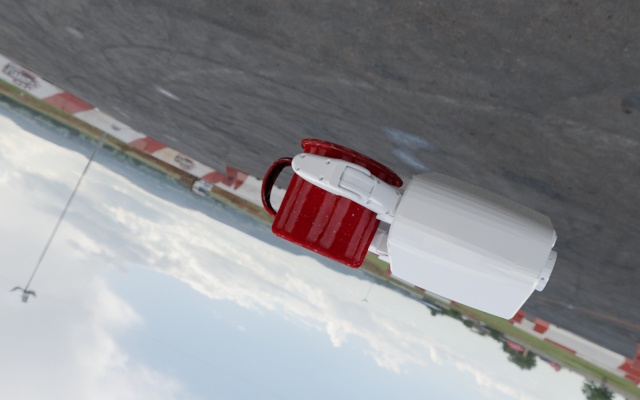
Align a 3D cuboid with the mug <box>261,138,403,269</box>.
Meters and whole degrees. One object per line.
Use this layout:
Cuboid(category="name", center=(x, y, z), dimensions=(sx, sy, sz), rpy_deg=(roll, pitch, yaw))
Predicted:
Cuboid(category="mug", center=(-0.001, 0.001, 0.403), dimensions=(0.117, 0.081, 0.093), rpy_deg=(21, -6, 21))
